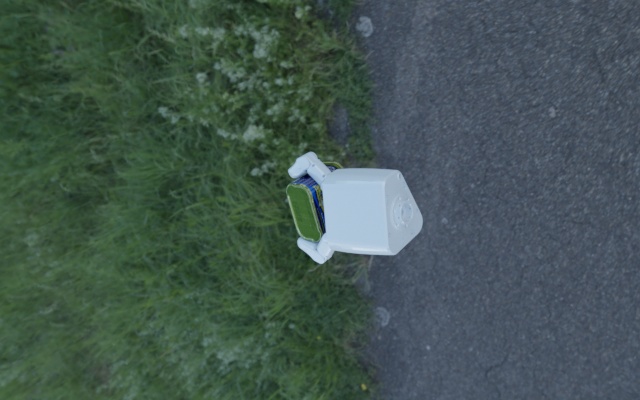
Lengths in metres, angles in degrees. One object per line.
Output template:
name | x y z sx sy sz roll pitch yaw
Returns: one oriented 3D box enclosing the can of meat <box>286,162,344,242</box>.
can of meat | 0.000 0.002 0.741 0.057 0.102 0.084 5 29 43
